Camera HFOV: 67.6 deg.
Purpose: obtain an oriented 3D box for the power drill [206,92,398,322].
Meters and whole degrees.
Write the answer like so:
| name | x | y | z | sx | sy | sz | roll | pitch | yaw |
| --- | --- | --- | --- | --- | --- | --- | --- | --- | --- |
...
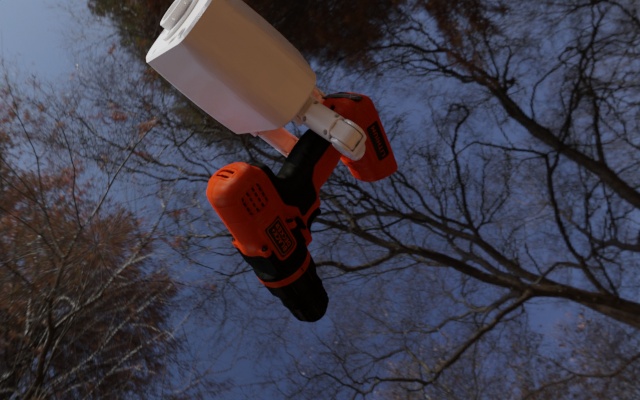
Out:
| name | x | y | z | sx | sy | sz | roll | pitch | yaw |
| --- | --- | --- | --- | --- | --- | --- | --- | --- | --- |
| power drill | 0.000 | 0.001 | 0.457 | 0.057 | 0.184 | 0.187 | 11 | 50 | 41 |
